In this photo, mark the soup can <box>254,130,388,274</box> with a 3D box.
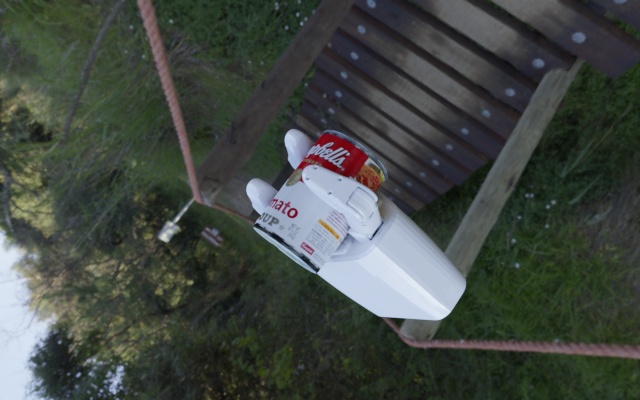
[{"bbox_3d":[0.000,0.001,0.402,0.068,0.102,0.068,35,-11,8],"label":"soup can"}]
